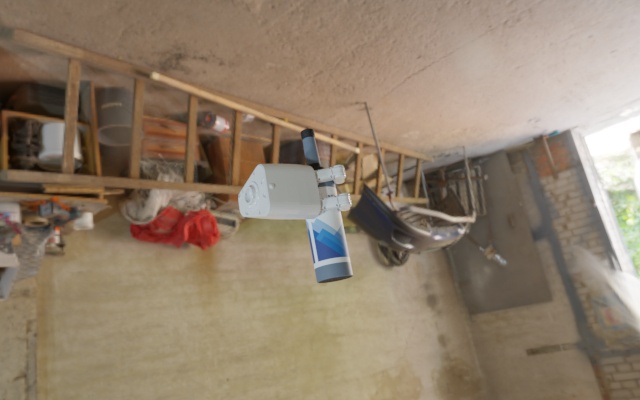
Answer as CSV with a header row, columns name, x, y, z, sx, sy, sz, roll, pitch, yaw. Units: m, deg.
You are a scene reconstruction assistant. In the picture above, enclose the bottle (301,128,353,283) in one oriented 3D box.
name,x,y,z,sx,sy,sz,roll,pitch,yaw
bottle,0.000,0.003,0.898,0.069,0.295,0.069,-10,-16,-3
